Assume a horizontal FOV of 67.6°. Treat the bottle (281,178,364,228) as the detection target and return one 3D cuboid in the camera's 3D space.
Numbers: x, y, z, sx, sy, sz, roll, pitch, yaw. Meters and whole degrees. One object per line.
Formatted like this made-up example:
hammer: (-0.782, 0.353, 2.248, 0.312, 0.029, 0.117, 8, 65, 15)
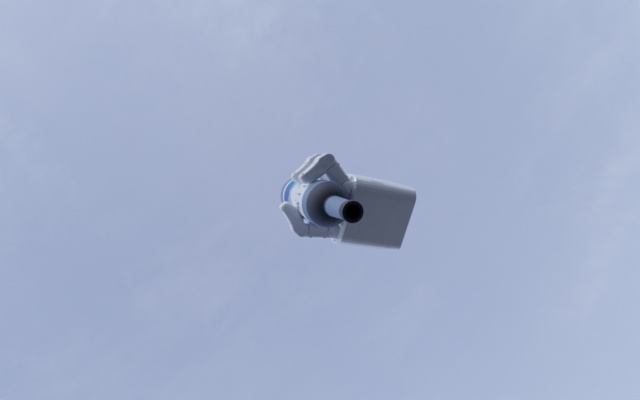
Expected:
bottle: (0.000, 0.002, 0.709, 0.069, 0.069, 0.295, 0, 4, -15)
